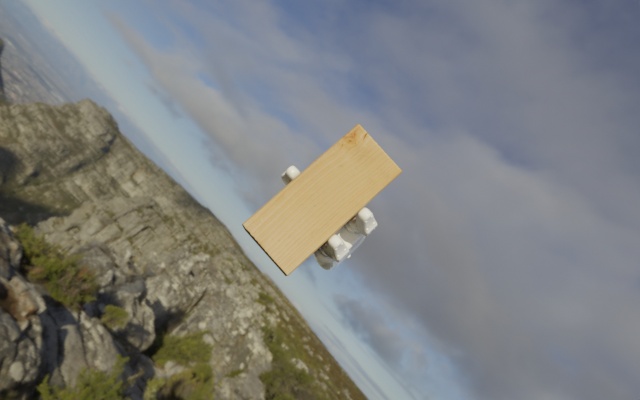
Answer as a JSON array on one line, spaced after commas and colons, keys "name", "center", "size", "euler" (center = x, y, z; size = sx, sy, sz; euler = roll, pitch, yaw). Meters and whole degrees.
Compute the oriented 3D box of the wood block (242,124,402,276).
[{"name": "wood block", "center": [0.000, 0.002, 0.663], "size": [0.206, 0.091, 0.090], "euler": [-42, -2, -10]}]
